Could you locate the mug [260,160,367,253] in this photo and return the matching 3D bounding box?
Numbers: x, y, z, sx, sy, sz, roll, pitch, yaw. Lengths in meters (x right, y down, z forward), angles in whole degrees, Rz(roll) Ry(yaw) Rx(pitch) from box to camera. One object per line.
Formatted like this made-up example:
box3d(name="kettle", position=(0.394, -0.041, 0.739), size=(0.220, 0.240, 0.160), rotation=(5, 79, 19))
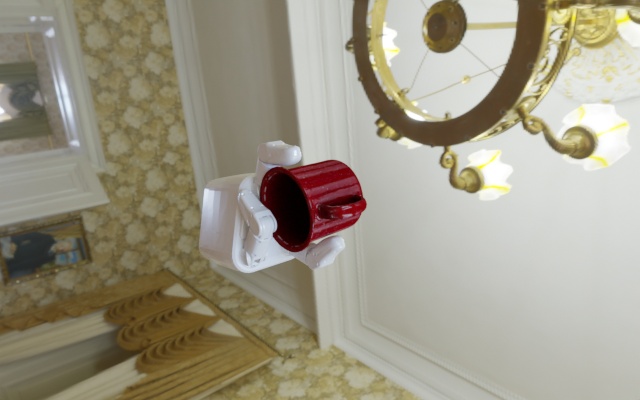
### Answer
box3d(name="mug", position=(0.001, 0.002, 0.515), size=(0.081, 0.093, 0.117), rotation=(-17, 14, -38))
